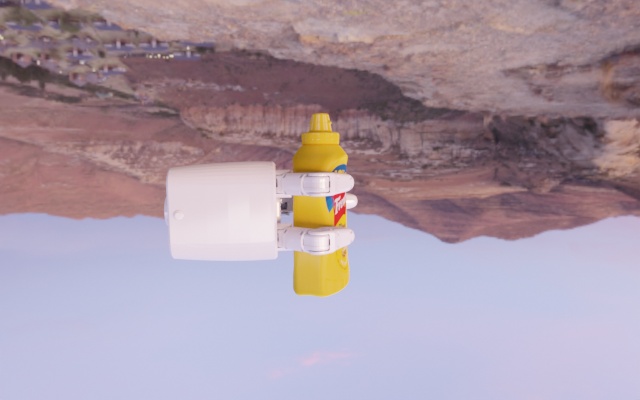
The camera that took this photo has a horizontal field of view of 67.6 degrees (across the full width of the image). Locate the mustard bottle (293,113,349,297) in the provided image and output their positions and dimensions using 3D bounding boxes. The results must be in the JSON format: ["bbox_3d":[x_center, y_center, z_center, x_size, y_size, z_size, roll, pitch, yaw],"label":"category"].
[{"bbox_3d":[0.000,0.002,0.525,0.058,0.191,0.096,1,5,19],"label":"mustard bottle"}]
